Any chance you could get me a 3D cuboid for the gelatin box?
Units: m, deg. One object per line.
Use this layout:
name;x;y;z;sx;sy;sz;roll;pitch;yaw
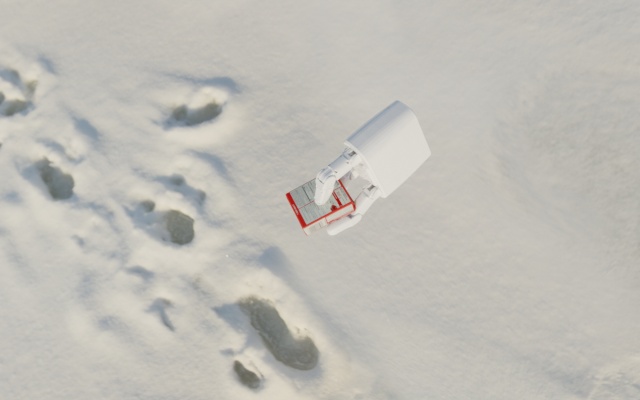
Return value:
gelatin box;0.000;0.002;0.746;0.089;0.073;0.030;-28;-32;-3
